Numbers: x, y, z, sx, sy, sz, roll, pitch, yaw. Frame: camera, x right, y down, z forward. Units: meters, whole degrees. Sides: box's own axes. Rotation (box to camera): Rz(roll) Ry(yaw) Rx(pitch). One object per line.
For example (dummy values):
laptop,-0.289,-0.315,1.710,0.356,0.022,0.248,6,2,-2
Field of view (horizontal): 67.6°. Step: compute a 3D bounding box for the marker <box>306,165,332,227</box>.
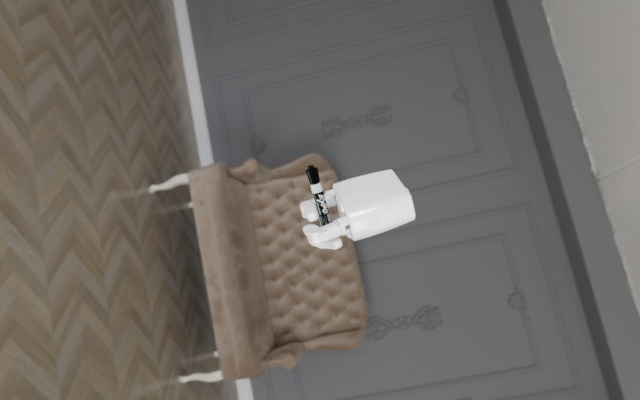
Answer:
marker,0.000,0.002,0.744,0.020,0.121,0.020,-14,19,5
